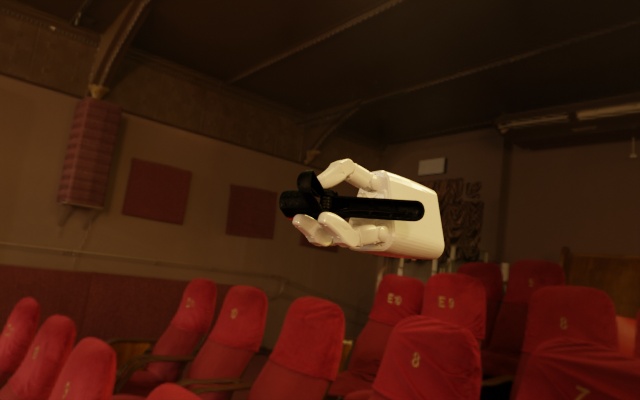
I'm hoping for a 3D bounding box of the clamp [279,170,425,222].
[{"bbox_3d":[0.000,0.001,0.597,0.164,0.036,0.210,17,-14,-34],"label":"clamp"}]
